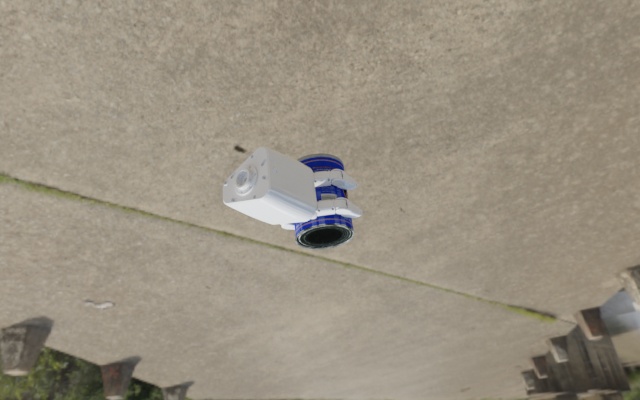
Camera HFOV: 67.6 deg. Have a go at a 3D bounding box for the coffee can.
[{"bbox_3d":[0.000,0.003,0.848,0.103,0.140,0.103,-6,-27,-3],"label":"coffee can"}]
